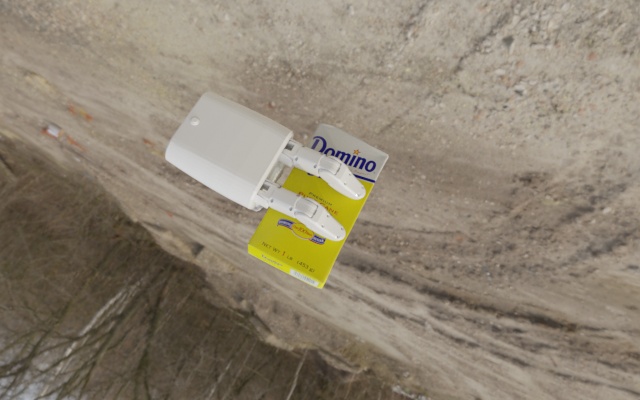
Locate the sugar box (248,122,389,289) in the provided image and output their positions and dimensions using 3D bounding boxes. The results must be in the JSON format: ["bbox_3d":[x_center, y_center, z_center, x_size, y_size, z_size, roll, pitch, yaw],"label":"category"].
[{"bbox_3d":[0.000,0.002,0.547,0.093,0.176,0.048,27,-20,3],"label":"sugar box"}]
